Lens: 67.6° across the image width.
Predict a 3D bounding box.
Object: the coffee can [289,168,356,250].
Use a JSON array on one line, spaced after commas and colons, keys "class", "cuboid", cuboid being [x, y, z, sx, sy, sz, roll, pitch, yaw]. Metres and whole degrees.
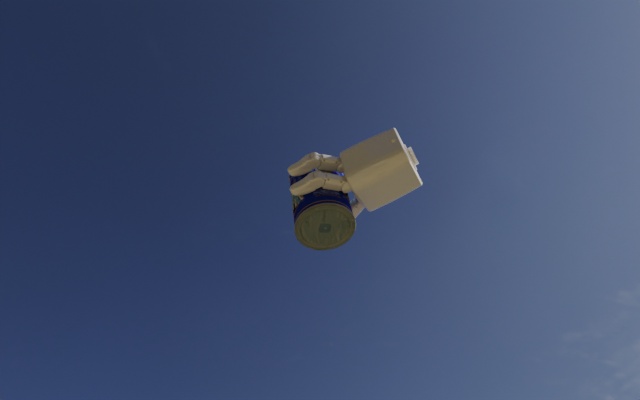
[{"class": "coffee can", "cuboid": [0.000, 0.003, 0.840, 0.103, 0.103, 0.140, 0, 39, -9]}]
